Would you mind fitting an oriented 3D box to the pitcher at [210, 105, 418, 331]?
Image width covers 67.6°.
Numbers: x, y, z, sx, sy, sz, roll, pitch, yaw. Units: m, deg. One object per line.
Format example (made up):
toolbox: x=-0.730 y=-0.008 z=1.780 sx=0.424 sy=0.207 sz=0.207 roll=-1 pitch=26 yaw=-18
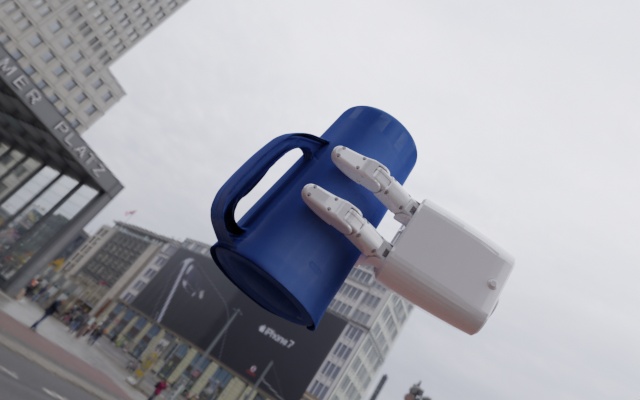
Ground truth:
pitcher: x=0.000 y=0.002 z=0.519 sx=0.145 sy=0.242 sz=0.149 roll=34 pitch=-25 yaw=9
